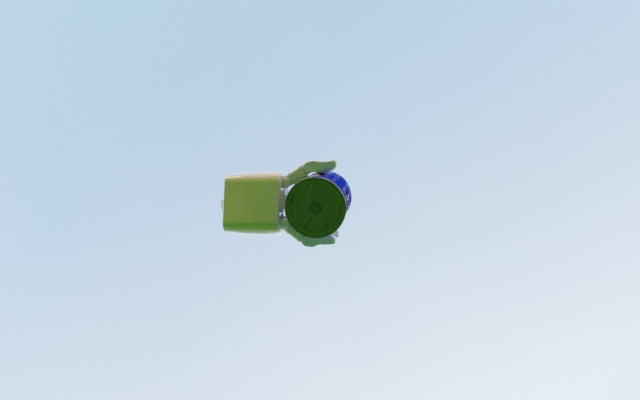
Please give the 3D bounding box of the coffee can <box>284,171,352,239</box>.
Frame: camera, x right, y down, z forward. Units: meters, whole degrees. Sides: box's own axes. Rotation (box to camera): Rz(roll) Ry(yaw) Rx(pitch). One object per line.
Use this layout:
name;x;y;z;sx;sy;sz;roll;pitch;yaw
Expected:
coffee can;0.000;0.003;0.847;0.103;0.103;0.140;0;8;8
